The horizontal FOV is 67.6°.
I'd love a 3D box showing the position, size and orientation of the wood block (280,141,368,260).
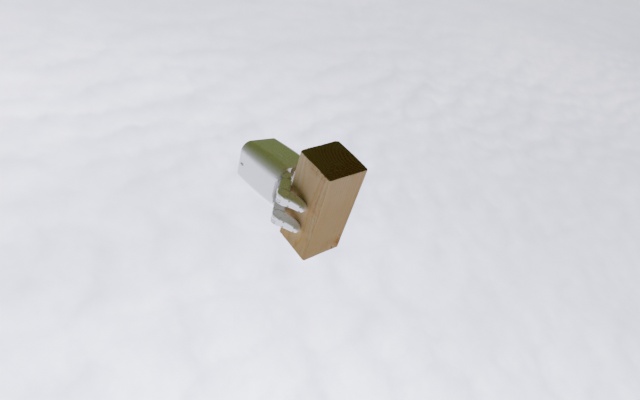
[{"bbox_3d":[0.000,0.003,0.897,0.091,0.206,0.090,-20,54,-35],"label":"wood block"}]
